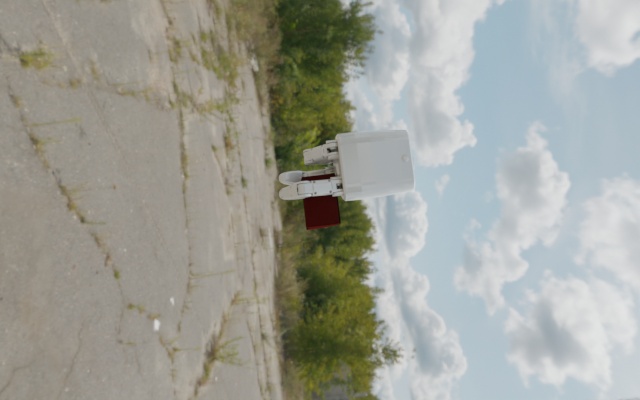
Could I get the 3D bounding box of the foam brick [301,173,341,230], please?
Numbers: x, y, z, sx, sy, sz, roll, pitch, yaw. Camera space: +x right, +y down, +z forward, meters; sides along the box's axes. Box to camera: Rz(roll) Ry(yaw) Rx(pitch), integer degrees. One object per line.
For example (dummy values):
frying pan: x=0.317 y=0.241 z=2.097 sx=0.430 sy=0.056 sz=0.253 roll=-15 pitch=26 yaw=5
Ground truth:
foam brick: x=0.000 y=0.003 z=0.725 sx=0.051 sy=0.078 sz=0.053 roll=-6 pitch=-5 yaw=-4
